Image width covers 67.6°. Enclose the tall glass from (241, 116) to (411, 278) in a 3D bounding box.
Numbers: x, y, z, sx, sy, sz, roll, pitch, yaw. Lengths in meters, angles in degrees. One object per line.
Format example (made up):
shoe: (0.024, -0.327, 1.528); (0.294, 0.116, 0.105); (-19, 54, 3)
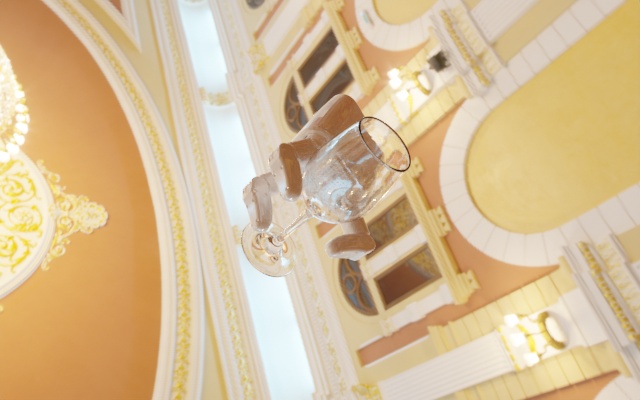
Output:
tall glass: (0.000, 0.002, 0.486); (0.079, 0.079, 0.201); (0, -32, -43)
